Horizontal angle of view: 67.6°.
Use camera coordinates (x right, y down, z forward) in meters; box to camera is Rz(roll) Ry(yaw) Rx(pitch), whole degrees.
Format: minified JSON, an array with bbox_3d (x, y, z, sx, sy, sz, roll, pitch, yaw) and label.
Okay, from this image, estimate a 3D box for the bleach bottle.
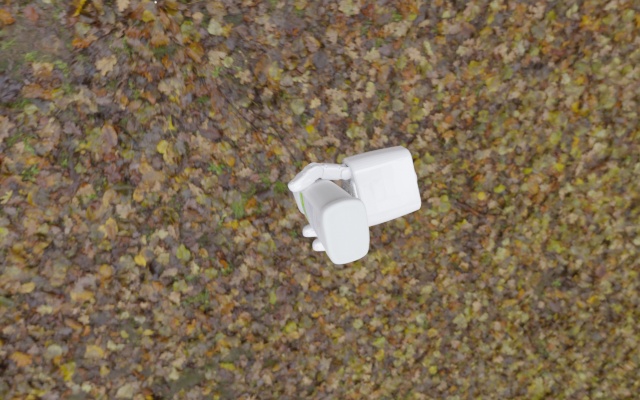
[{"bbox_3d":[0.000,0.003,0.779,0.068,0.103,0.250,-15,26,-13],"label":"bleach bottle"}]
